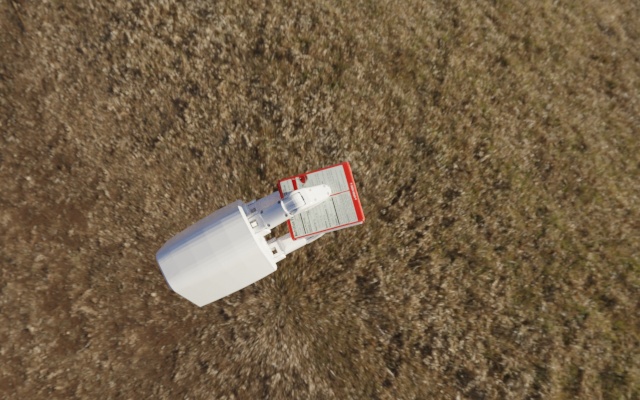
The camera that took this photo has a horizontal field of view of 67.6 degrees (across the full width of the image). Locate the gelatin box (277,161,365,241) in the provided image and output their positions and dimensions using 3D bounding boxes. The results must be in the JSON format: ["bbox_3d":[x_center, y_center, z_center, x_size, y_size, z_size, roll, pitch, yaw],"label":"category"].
[{"bbox_3d":[0.000,0.002,0.564,0.089,0.073,0.030,-16,-9,1],"label":"gelatin box"}]
